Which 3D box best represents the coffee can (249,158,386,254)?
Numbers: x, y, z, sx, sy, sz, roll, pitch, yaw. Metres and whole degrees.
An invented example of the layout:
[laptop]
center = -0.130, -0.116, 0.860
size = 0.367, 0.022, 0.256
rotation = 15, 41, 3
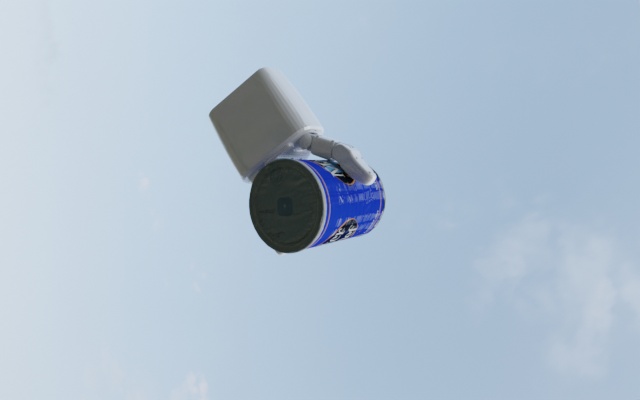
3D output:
[coffee can]
center = 0.000, 0.002, 0.567
size = 0.103, 0.103, 0.140
rotation = 0, 4, 34
